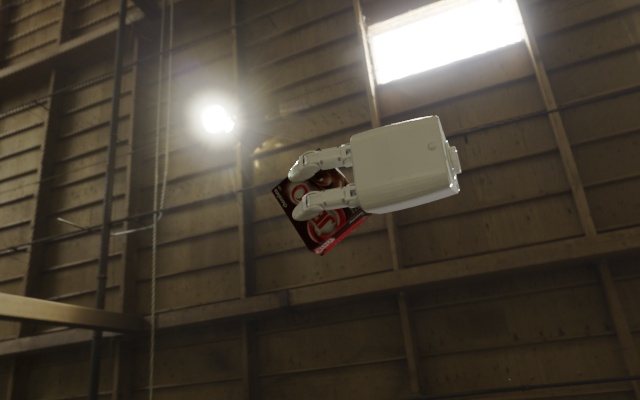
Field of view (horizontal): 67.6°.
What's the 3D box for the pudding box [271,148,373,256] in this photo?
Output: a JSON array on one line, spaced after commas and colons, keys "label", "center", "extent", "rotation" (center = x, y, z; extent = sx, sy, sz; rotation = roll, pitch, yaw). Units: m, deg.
[{"label": "pudding box", "center": [0.000, 0.002, 0.626], "extent": [0.090, 0.113, 0.039], "rotation": [-41, -31, 9]}]
